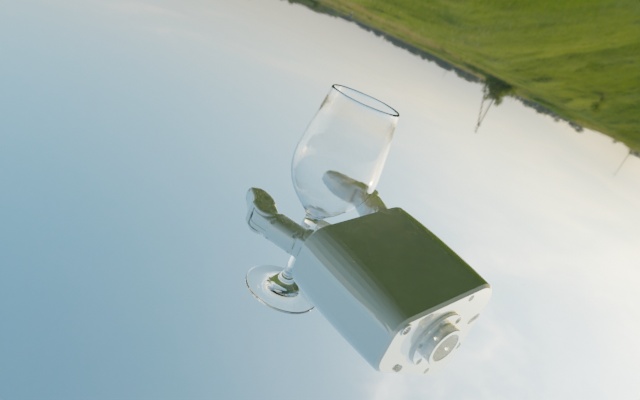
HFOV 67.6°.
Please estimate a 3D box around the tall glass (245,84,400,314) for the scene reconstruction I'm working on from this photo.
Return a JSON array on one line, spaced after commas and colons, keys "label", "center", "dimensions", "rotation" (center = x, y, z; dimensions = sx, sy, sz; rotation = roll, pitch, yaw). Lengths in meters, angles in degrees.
[{"label": "tall glass", "center": [0.000, 0.002, 0.431], "dimensions": [0.079, 0.201, 0.079], "rotation": [21, 21, -8]}]
